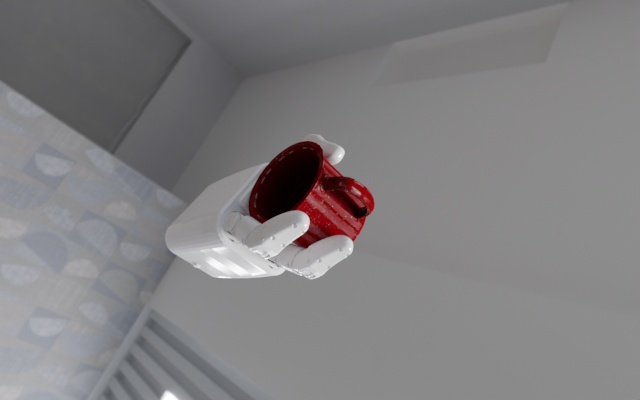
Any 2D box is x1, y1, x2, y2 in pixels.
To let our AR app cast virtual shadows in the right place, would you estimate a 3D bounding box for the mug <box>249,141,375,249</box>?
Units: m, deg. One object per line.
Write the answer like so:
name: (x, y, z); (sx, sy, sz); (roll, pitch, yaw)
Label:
mug: (0.001, 0.001, 0.456); (0.117, 0.093, 0.081); (-11, -40, 42)
